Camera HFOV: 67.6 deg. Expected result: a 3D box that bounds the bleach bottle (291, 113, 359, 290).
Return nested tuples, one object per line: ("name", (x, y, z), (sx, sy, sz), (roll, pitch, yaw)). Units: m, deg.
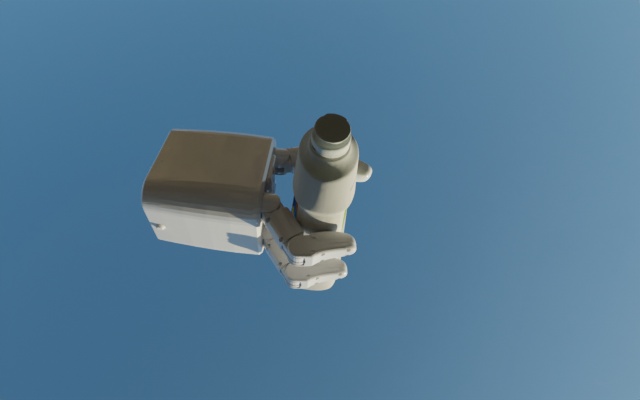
("bleach bottle", (0.000, 0.002, 0.472), (0.068, 0.102, 0.251), (7, -31, -1))
